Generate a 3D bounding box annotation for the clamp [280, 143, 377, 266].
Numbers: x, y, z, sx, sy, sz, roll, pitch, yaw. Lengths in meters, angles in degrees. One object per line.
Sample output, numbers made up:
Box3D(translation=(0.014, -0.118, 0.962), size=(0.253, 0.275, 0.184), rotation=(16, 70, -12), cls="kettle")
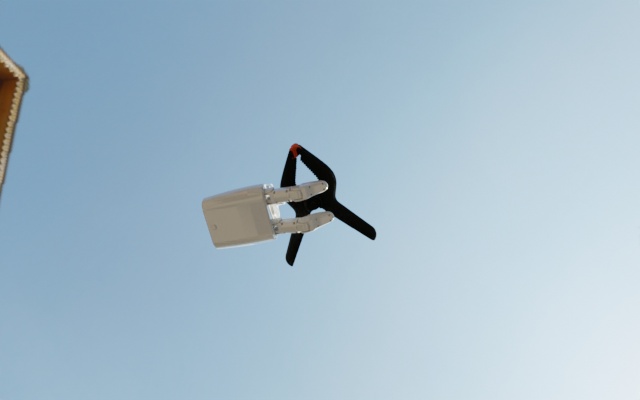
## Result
Box3D(translation=(0.000, 0.002, 0.805), size=(0.164, 0.210, 0.036), rotation=(-12, 19, 2), cls="clamp")
